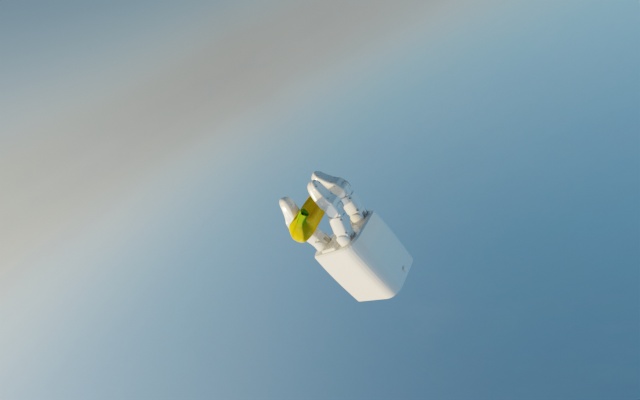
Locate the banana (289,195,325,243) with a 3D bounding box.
[{"bbox_3d":[-0.011,0.017,0.718,0.037,0.070,0.197,37,21,-2],"label":"banana"}]
